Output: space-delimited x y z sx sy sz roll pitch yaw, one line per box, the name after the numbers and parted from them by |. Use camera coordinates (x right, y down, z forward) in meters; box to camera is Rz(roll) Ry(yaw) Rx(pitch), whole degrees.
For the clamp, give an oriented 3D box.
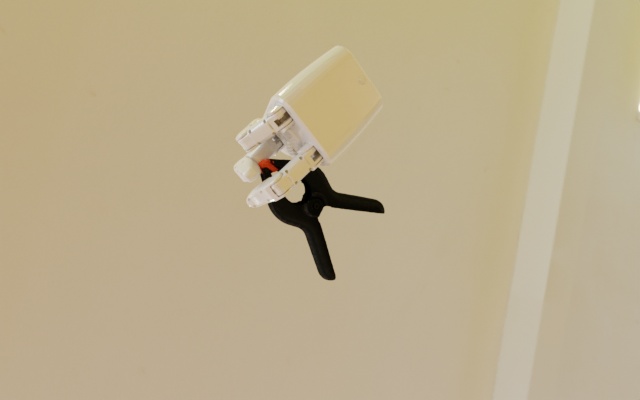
0.000 0.002 0.585 0.120 0.171 0.039 -46 21 -18 | clamp
